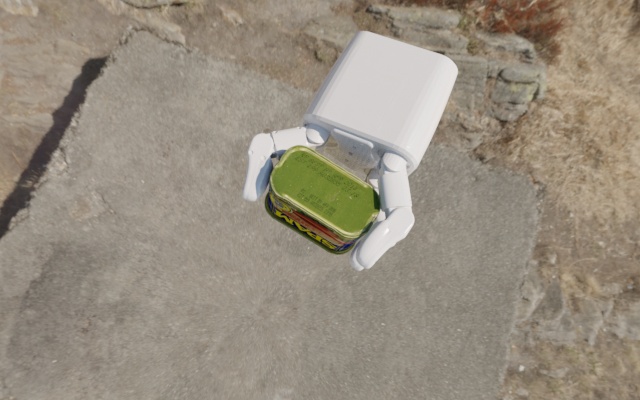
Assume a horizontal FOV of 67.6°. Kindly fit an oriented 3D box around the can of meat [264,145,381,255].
[{"bbox_3d":[0.000,0.001,0.439,0.102,0.057,0.084,31,-15,1],"label":"can of meat"}]
